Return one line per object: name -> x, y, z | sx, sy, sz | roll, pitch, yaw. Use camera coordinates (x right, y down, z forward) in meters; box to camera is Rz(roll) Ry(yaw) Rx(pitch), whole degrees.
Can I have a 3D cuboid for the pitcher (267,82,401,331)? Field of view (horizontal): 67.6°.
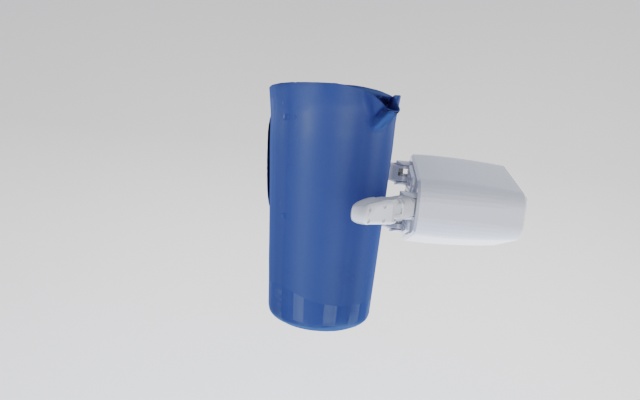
pitcher -> 0.000, 0.002, 0.506 | 0.145, 0.243, 0.149 | 5, 6, 4
